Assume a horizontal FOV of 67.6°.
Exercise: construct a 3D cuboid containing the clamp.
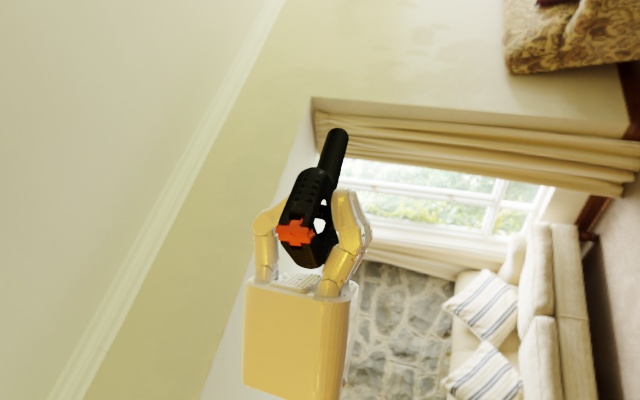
[{"bbox_3d":[-0.001,0.002,0.475,0.036,0.164,0.210,3,3,12],"label":"clamp"}]
